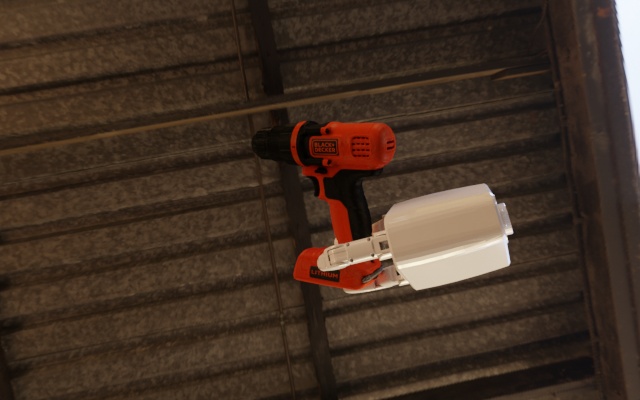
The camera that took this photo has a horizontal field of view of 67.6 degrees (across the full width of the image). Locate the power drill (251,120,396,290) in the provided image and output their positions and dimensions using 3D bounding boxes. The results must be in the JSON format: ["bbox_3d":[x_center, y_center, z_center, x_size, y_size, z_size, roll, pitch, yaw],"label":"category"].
[{"bbox_3d":[0.000,0.002,0.555,0.184,0.188,0.057,5,17,35],"label":"power drill"}]
